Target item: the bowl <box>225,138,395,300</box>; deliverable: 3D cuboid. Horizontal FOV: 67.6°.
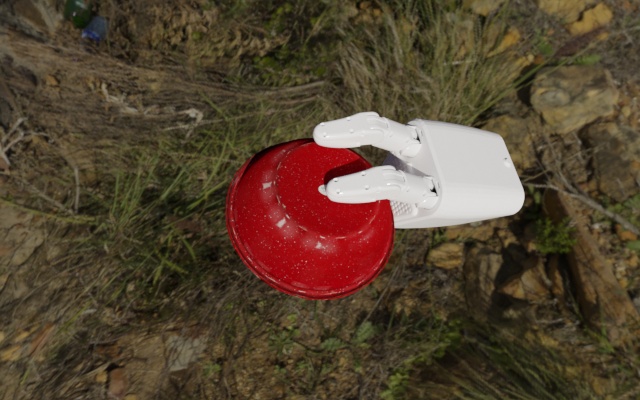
[{"bbox_3d":[-0.001,0.002,0.419,0.162,0.162,0.055,0,-27,-17],"label":"bowl"}]
